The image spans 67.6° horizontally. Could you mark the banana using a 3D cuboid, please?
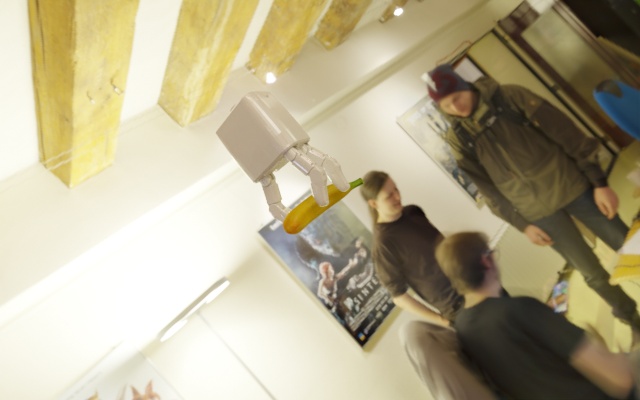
[{"bbox_3d":[-0.009,0.009,0.768,0.070,0.037,0.197,-35,1,45],"label":"banana"}]
